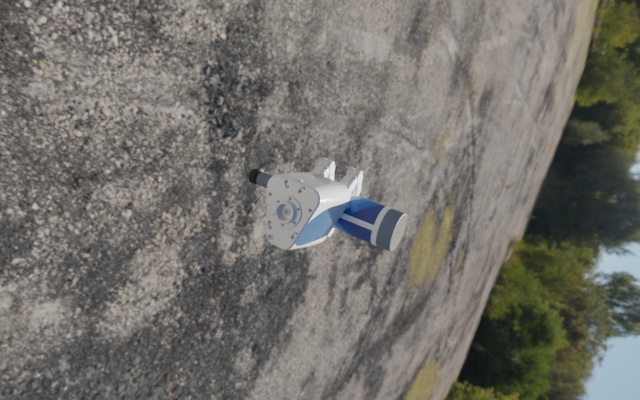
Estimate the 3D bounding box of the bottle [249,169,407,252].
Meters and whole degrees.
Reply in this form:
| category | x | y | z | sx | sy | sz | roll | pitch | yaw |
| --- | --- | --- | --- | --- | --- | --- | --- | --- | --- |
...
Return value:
| category | x | y | z | sx | sy | sz | roll | pitch | yaw |
| --- | --- | --- | --- | --- | --- | --- | --- | --- | --- |
| bottle | 0.000 | 0.003 | 0.825 | 0.295 | 0.069 | 0.069 | 21 | 9 | 24 |
